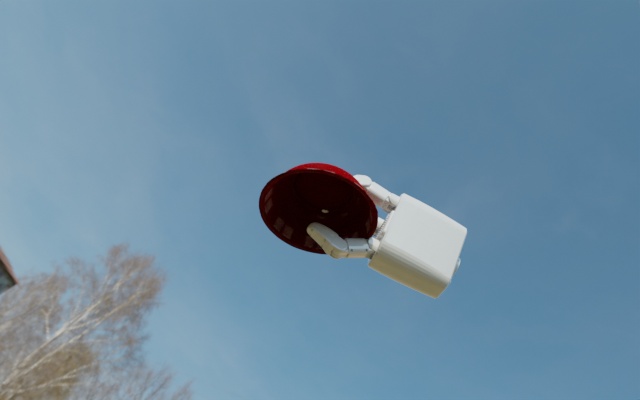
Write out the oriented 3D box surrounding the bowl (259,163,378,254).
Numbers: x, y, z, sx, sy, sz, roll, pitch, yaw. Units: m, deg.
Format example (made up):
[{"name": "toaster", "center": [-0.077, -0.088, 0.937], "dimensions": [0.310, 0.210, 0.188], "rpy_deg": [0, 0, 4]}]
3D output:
[{"name": "bowl", "center": [-0.001, 0.001, 0.653], "dimensions": [0.162, 0.162, 0.055], "rpy_deg": [0, 44, 13]}]
